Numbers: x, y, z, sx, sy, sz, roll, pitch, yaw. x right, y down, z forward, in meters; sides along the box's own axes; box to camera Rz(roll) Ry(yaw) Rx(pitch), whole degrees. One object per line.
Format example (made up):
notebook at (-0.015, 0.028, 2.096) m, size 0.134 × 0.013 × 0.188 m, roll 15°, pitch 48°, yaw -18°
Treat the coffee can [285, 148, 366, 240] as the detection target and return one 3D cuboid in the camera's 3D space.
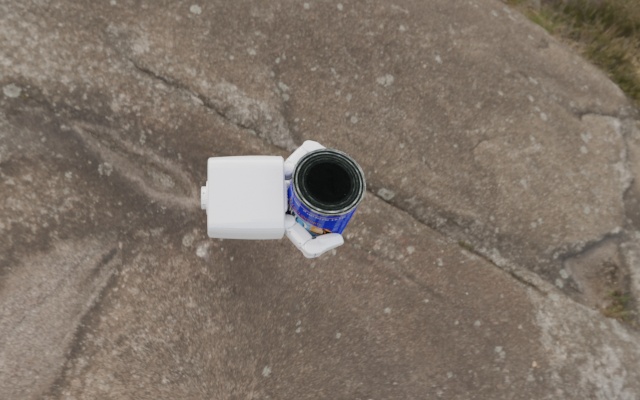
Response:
coffee can at (0.000, 0.002, 0.704) m, size 0.103 × 0.102 × 0.140 m, roll 0°, pitch -24°, yaw -11°
